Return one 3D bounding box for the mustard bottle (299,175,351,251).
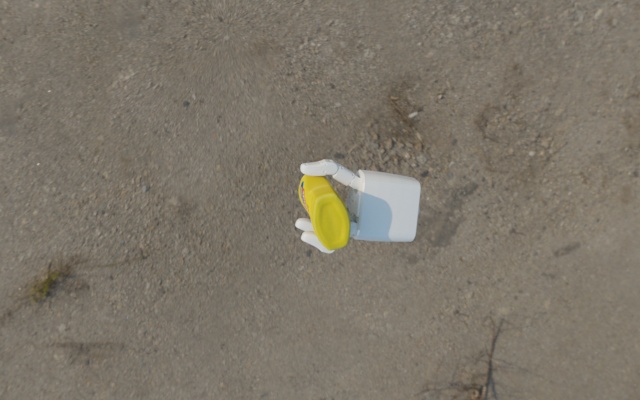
[{"bbox_3d":[0.000,0.003,0.803,0.058,0.096,0.191,-18,22,-5],"label":"mustard bottle"}]
